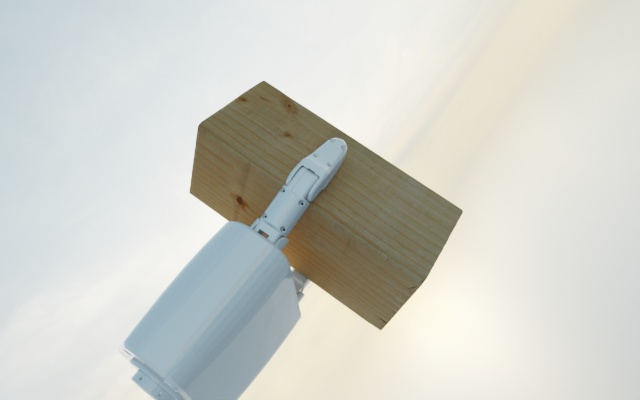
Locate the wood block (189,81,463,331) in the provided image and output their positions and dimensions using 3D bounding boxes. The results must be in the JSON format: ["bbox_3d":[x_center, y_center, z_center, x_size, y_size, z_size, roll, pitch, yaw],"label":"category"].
[{"bbox_3d":[0.000,0.001,0.408,0.206,0.091,0.090,35,48,9],"label":"wood block"}]
